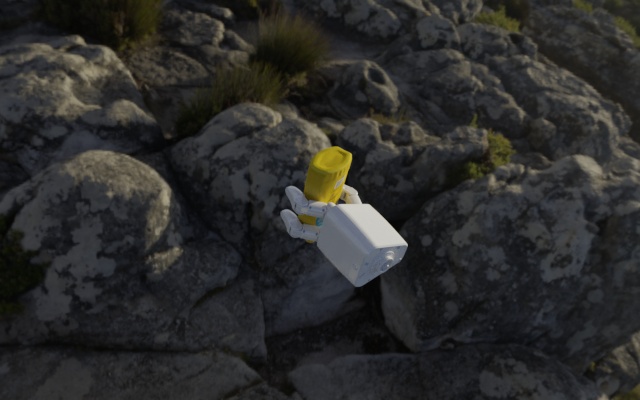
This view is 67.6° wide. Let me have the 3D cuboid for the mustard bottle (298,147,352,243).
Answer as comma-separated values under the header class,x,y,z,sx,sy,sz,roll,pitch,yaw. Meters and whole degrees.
class,x,y,z,sx,sy,sz,roll,pitch,yaw
mustard bottle,0.000,0.002,0.854,0.058,0.192,0.096,28,40,17
